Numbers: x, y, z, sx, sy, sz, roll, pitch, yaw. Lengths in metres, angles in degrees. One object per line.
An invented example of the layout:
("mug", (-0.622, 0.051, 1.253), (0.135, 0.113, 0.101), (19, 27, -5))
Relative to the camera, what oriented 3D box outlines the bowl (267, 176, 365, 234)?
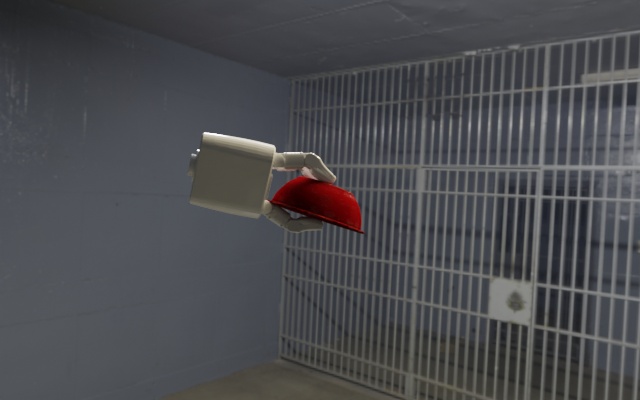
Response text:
("bowl", (0.001, 0.002, 0.752), (0.162, 0.055, 0.162), (19, -4, 1))
